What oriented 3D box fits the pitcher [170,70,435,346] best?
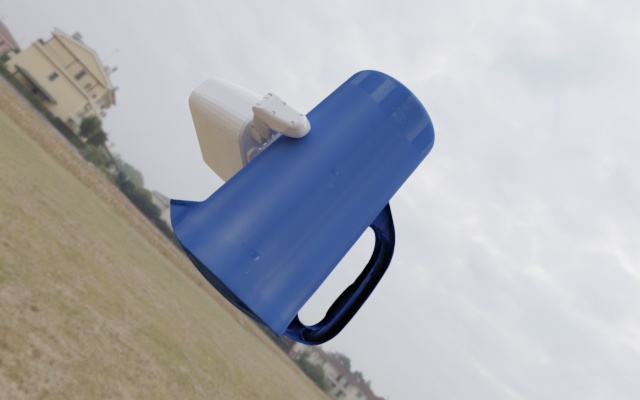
[{"bbox_3d":[0.000,0.001,0.444,0.145,0.243,0.149,33,-19,36],"label":"pitcher"}]
